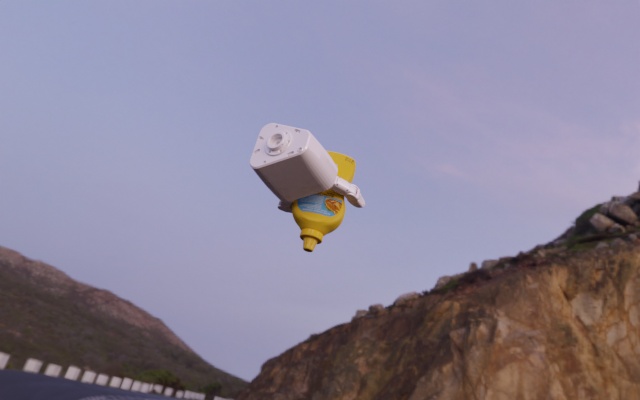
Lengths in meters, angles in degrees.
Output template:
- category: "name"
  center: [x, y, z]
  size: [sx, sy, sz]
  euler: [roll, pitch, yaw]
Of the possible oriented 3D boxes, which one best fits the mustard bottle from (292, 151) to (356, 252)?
- category: "mustard bottle"
  center: [0.000, 0.003, 0.866]
  size: [0.096, 0.191, 0.058]
  euler: [12, -26, 6]
